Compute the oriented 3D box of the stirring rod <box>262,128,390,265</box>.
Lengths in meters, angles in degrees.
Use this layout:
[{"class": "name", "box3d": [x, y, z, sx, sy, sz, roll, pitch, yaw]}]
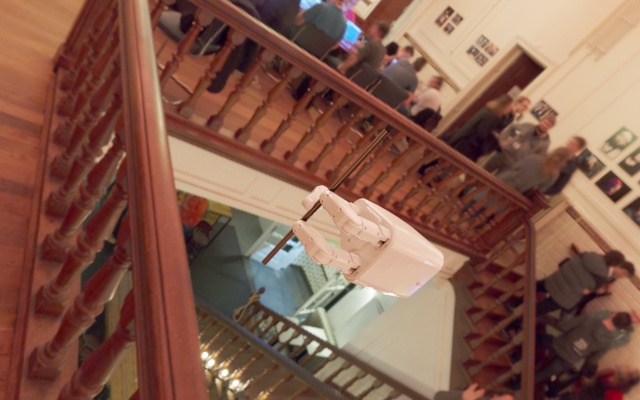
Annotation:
[{"class": "stirring rod", "box3d": [0.000, 0.002, 0.585, 0.239, 0.011, 0.011, -47, -24, 24]}]
